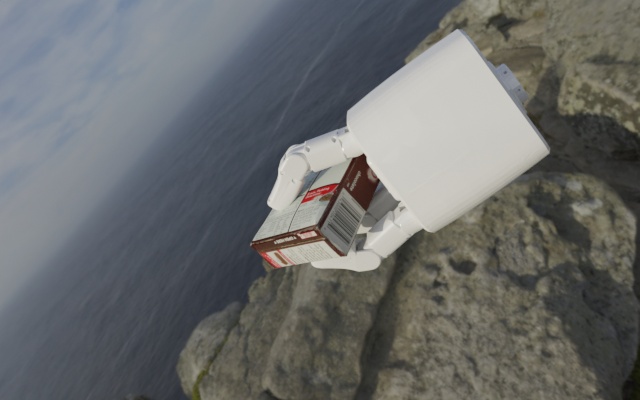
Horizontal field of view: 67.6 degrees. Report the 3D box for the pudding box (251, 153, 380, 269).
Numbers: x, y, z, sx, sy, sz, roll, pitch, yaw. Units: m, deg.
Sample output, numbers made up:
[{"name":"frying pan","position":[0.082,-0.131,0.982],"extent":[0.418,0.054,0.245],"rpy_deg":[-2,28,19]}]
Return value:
[{"name":"pudding box","position":[0.000,0.001,0.417],"extent":[0.090,0.113,0.039],"rpy_deg":[-18,-57,45]}]
